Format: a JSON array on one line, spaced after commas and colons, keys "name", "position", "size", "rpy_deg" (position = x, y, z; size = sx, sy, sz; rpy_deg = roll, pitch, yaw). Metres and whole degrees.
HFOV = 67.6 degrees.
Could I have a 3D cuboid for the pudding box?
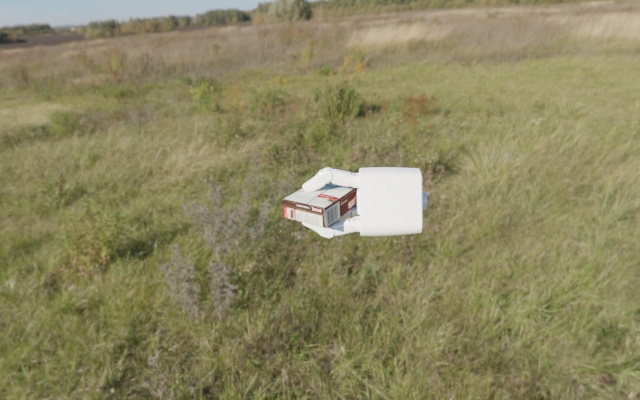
[{"name": "pudding box", "position": [0.000, 0.003, 0.834], "size": [0.090, 0.039, 0.113], "rpy_deg": [11, 25, 31]}]
